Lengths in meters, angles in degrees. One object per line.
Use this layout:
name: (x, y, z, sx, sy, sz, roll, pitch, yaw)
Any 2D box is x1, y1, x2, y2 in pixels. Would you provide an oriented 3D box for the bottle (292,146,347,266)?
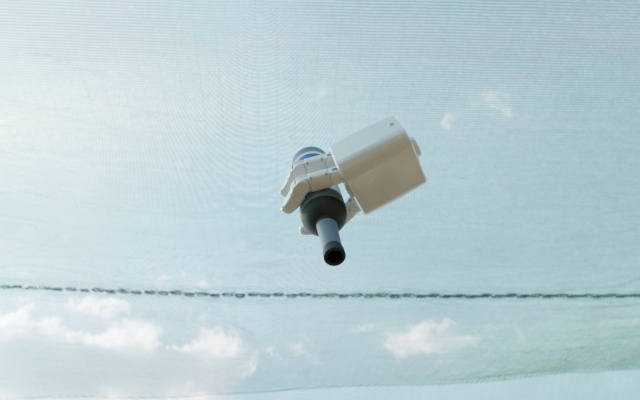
bottle: (0.000, 0.002, 0.706, 0.069, 0.069, 0.295, 0, 27, -8)
